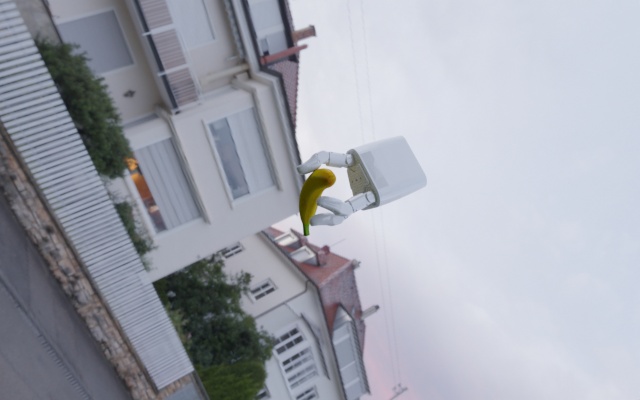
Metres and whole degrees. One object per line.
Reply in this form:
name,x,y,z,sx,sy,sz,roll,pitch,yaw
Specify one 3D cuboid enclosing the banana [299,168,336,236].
banana,-0.007,-0.011,0.841,0.037,0.069,0.198,-14,-27,-21
